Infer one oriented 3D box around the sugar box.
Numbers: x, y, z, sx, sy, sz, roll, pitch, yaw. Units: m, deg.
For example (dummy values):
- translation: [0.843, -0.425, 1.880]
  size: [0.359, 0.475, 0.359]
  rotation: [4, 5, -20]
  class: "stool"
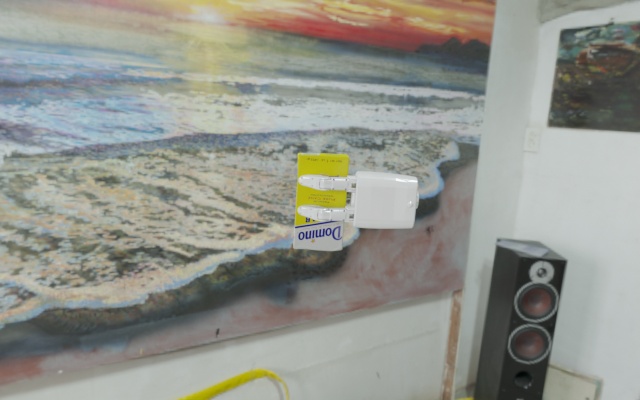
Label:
- translation: [0.000, 0.003, 0.874]
  size: [0.093, 0.176, 0.048]
  rotation: [2, 10, -3]
  class: "sugar box"
